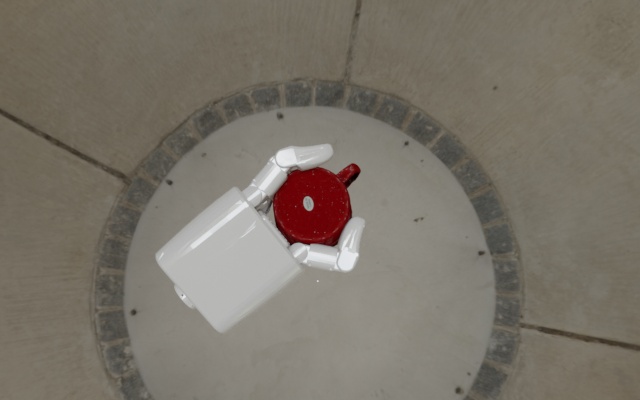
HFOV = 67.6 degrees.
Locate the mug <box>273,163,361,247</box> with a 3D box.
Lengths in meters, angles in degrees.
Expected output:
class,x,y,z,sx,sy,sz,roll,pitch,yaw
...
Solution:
class,x,y,z,sx,sy,sz,roll,pitch,yaw
mug,0.001,0.001,0.530,0.117,0.093,0.081,-40,-7,-6
